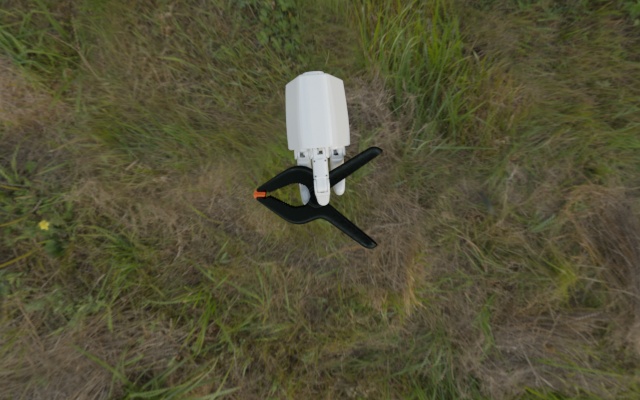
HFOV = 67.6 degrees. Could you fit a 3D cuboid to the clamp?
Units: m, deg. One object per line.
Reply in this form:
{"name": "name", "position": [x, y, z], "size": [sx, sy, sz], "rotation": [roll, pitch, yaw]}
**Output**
{"name": "clamp", "position": [0.000, 0.002, 0.768], "size": [0.210, 0.164, 0.036], "rotation": [-4, 6, 1]}
